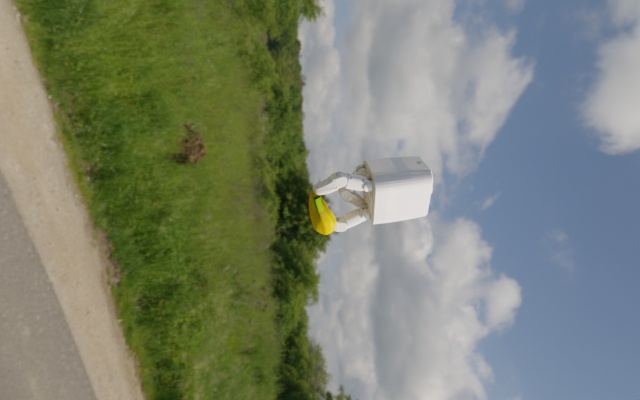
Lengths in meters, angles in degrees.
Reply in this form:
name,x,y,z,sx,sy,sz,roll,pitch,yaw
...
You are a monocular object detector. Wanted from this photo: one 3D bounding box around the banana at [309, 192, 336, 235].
name,x,y,z,sx,sy,sz,roll,pitch,yaw
banana,0.002,0.021,0.812,0.037,0.069,0.198,-7,3,-4
